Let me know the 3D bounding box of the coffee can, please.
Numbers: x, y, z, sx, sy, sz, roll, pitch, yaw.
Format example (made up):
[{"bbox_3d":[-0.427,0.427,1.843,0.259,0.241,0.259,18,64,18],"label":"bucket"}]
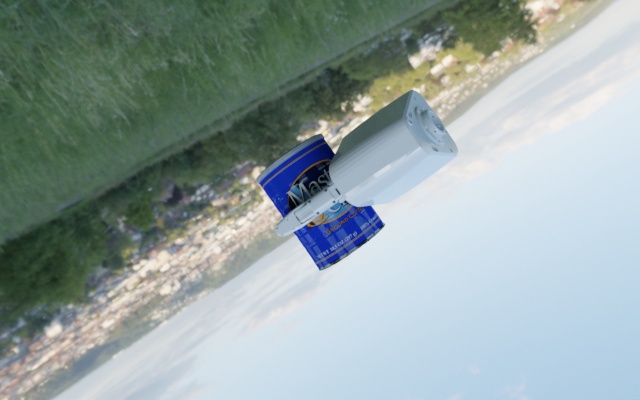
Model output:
[{"bbox_3d":[0.000,0.002,0.604,0.103,0.140,0.103,-35,0,0],"label":"coffee can"}]
